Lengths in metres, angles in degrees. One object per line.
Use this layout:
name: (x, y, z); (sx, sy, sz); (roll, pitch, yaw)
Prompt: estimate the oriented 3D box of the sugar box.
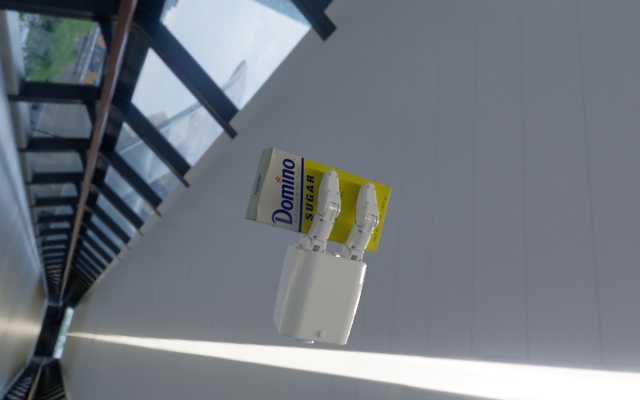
sugar box: (0.000, 0.002, 0.616); (0.176, 0.093, 0.048); (16, -6, -26)
